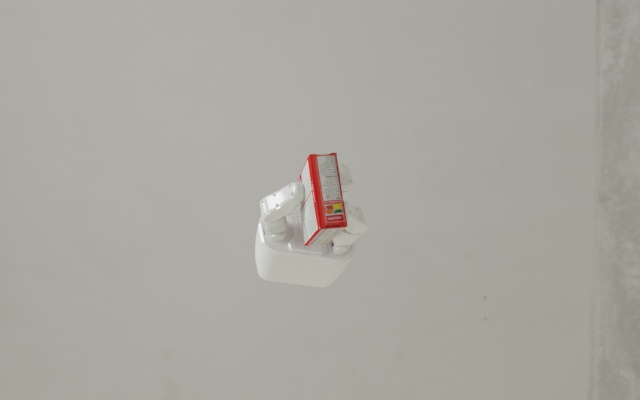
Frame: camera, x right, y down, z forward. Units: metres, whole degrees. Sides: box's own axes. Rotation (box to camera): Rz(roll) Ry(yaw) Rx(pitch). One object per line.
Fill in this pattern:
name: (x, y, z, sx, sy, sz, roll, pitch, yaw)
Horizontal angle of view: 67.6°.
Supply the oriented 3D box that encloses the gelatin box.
gelatin box: (0.000, 0.002, 0.479, 0.030, 0.073, 0.089, -5, -15, -12)
